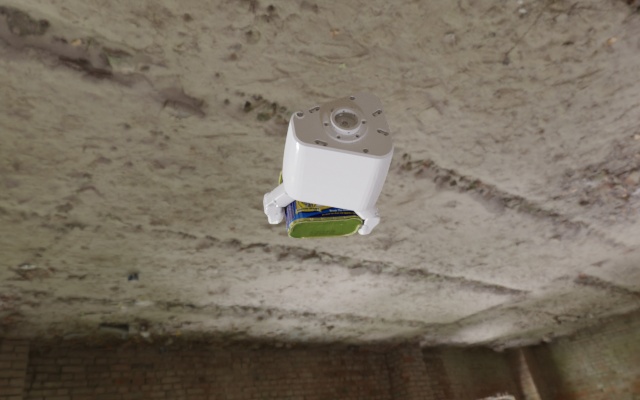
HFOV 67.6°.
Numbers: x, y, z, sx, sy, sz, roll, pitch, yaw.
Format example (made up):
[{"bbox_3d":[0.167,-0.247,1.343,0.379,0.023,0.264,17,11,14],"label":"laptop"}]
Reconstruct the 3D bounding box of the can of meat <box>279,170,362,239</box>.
[{"bbox_3d":[0.000,0.002,0.636,0.102,0.084,0.057,-3,-30,-13],"label":"can of meat"}]
